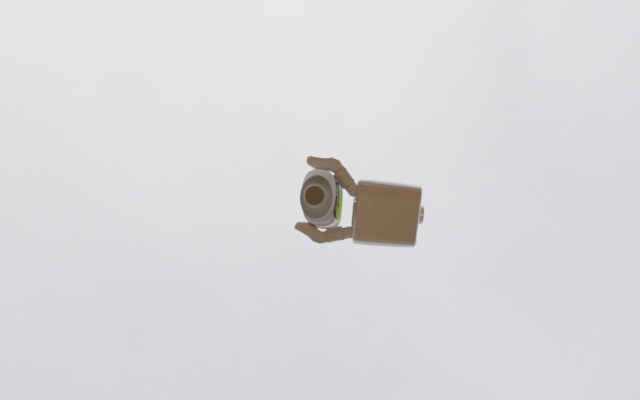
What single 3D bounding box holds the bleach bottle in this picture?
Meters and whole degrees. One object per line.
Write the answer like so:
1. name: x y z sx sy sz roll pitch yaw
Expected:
1. bleach bottle: 0.000 0.003 0.800 0.068 0.102 0.251 5 0 4
